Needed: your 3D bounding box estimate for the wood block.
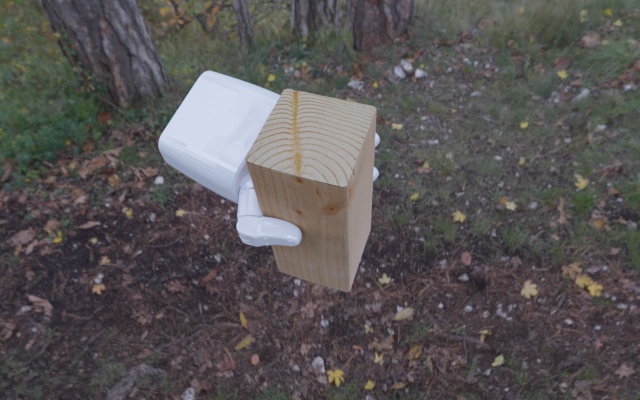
[{"bbox_3d":[0.000,0.002,0.483,0.090,0.090,0.206,15,-31,14],"label":"wood block"}]
